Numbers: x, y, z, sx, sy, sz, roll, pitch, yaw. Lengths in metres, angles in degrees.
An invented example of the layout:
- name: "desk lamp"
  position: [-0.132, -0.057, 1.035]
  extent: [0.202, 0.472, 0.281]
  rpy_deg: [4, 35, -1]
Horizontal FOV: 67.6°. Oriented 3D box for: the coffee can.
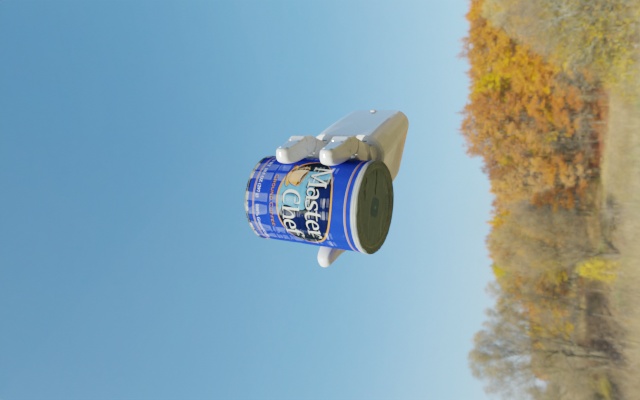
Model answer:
- name: "coffee can"
  position: [0.000, 0.002, 0.548]
  extent: [0.140, 0.103, 0.103]
  rpy_deg: [6, 3, 29]
